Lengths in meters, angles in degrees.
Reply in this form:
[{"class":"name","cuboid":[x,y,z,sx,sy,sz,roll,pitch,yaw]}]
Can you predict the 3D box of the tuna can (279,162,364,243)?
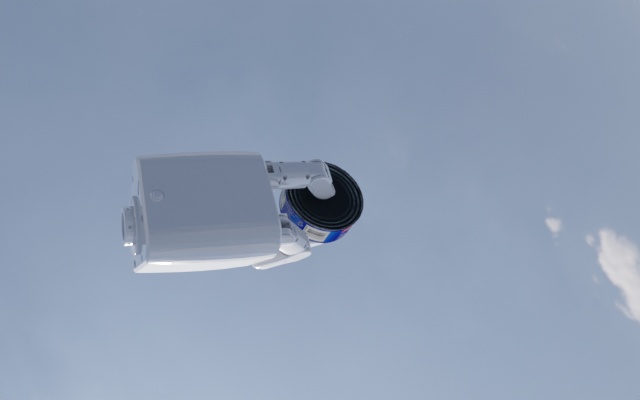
[{"class":"tuna can","cuboid":[0.000,0.002,0.508,0.086,0.086,0.034,0,-32,-23]}]
